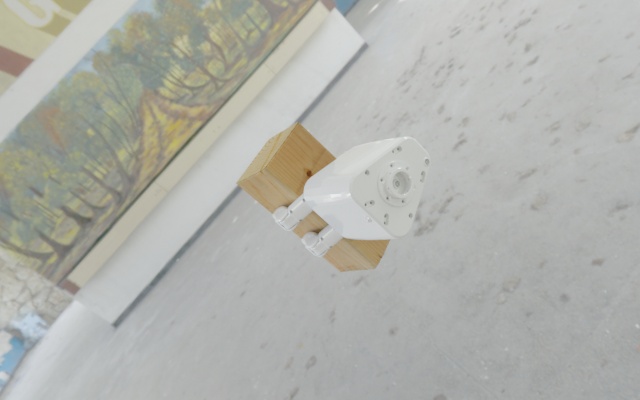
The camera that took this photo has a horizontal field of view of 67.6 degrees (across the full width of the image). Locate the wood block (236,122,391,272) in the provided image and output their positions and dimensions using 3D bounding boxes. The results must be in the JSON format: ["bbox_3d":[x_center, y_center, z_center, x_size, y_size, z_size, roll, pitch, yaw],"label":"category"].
[{"bbox_3d":[0.000,0.002,0.668,0.206,0.090,0.090,43,-30,-19],"label":"wood block"}]
